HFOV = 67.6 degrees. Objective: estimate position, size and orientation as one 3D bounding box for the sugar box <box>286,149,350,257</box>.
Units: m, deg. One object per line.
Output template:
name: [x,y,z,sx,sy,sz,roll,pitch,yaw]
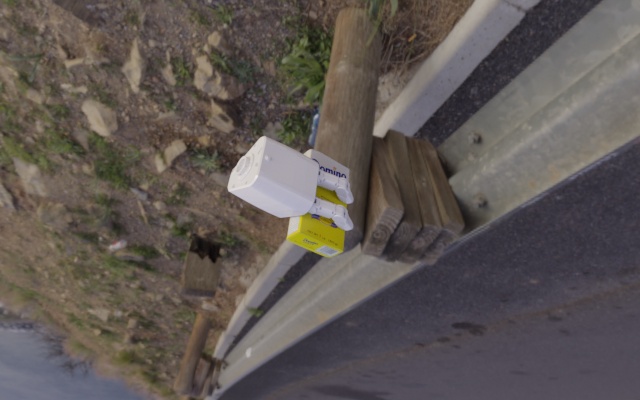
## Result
sugar box: [0.000,0.003,0.831,0.093,0.176,0.048,26,-36,-28]
